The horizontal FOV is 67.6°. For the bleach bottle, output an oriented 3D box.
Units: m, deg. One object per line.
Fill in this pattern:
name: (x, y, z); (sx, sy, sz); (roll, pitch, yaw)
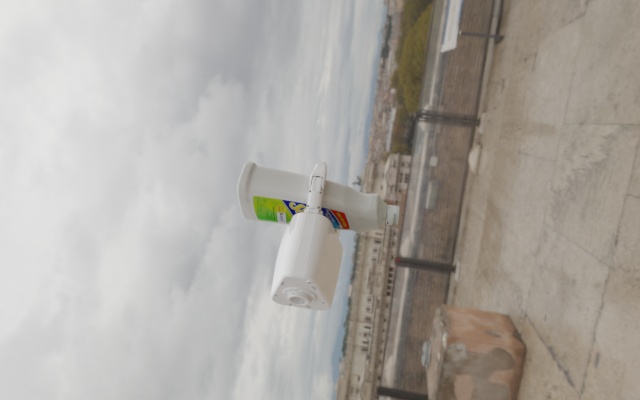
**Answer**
bleach bottle: (0.000, 0.003, 0.763); (0.251, 0.068, 0.103); (8, -37, 6)
